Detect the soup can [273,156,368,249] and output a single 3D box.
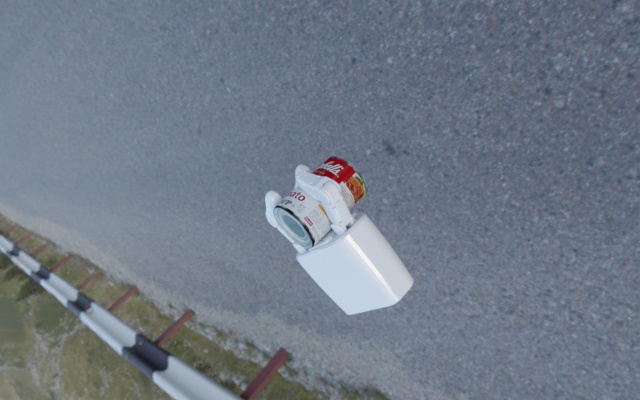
[{"bbox_3d":[0.000,0.002,0.588,0.102,0.068,0.068,-43,20,-24],"label":"soup can"}]
